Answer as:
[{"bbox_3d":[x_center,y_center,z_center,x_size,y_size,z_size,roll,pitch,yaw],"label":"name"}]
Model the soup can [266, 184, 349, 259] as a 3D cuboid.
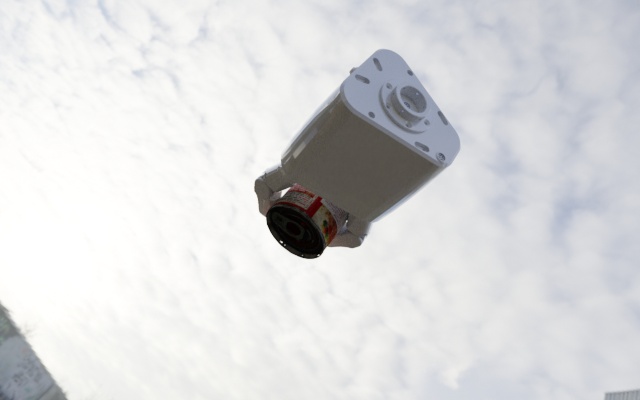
[{"bbox_3d":[0.000,0.002,0.493,0.068,0.068,0.102,0,37,40],"label":"soup can"}]
